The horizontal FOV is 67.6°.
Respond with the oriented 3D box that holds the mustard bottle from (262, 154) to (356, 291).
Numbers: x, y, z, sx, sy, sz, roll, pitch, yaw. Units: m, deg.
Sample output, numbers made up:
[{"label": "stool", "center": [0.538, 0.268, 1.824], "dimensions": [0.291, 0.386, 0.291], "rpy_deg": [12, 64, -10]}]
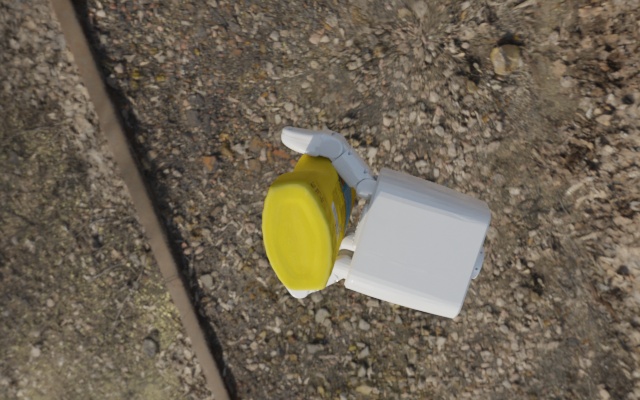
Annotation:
[{"label": "mustard bottle", "center": [0.000, 0.002, 0.460], "dimensions": [0.058, 0.096, 0.191], "rpy_deg": [-6, 17, 14]}]
